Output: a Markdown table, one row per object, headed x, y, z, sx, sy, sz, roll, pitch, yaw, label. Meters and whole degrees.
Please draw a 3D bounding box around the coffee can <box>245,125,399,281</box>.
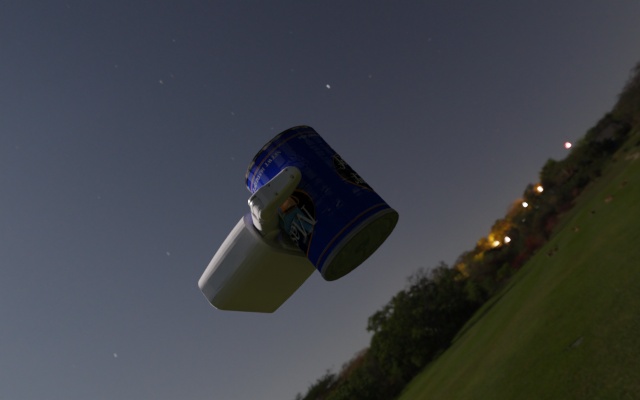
| x | y | z | sx | sy | sz | roll | pitch | yaw | label |
| --- | --- | --- | --- | --- | --- | --- | --- | --- | --- |
| 0.000 | 0.002 | 0.520 | 0.140 | 0.103 | 0.103 | 47 | 22 | 22 | coffee can |
